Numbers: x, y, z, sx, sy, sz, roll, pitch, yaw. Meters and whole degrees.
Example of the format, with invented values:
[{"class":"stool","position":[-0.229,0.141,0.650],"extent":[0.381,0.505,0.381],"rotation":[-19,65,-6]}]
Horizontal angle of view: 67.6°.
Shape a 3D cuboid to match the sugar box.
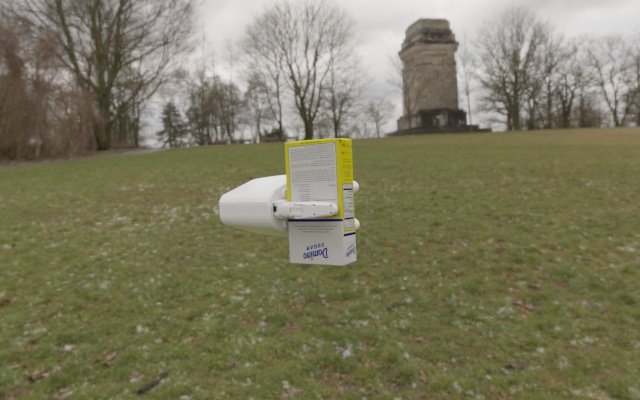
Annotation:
[{"class":"sugar box","position":[0.000,0.002,0.682],"extent":[0.093,0.176,0.048],"rotation":[-1,4,31]}]
